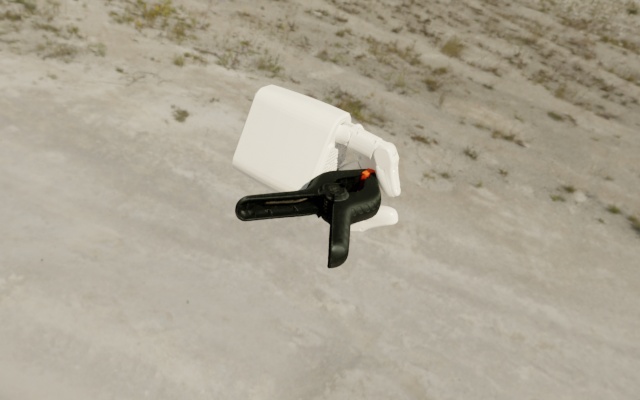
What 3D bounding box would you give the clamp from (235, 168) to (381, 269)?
[{"bbox_3d":[0.000,0.001,0.483,0.120,0.039,0.171,26,30,16],"label":"clamp"}]
